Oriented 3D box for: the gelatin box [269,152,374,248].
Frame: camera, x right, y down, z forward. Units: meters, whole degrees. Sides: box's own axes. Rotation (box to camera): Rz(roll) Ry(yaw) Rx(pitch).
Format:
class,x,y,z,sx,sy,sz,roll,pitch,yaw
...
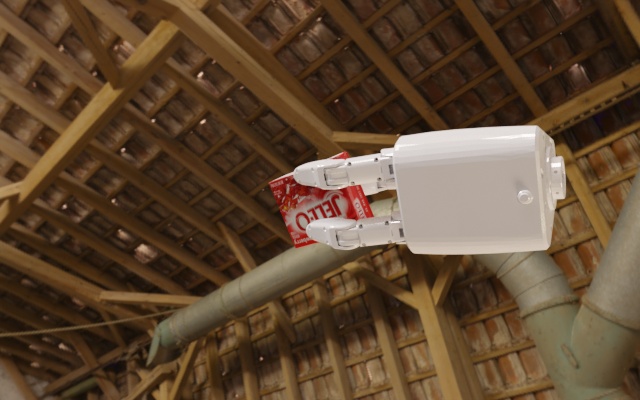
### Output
class,x,y,z,sx,sy,sz,roll,pitch,yaw
gelatin box,0.000,0.001,0.464,0.089,0.073,0.030,-18,7,39
